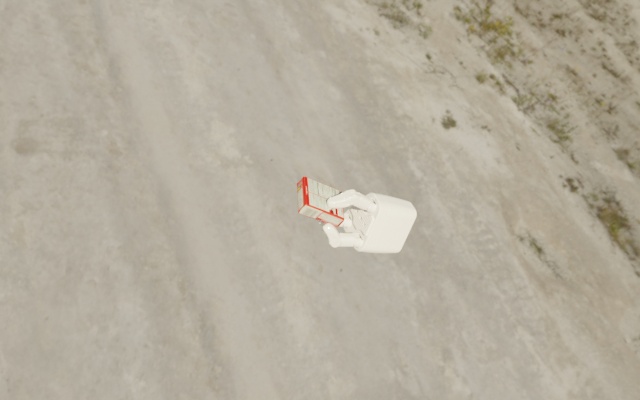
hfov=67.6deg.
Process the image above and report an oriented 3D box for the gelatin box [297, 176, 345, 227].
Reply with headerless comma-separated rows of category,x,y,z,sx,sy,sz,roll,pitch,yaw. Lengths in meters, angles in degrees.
gelatin box,0.000,0.003,0.888,0.089,0.073,0.030,22,-48,-27
